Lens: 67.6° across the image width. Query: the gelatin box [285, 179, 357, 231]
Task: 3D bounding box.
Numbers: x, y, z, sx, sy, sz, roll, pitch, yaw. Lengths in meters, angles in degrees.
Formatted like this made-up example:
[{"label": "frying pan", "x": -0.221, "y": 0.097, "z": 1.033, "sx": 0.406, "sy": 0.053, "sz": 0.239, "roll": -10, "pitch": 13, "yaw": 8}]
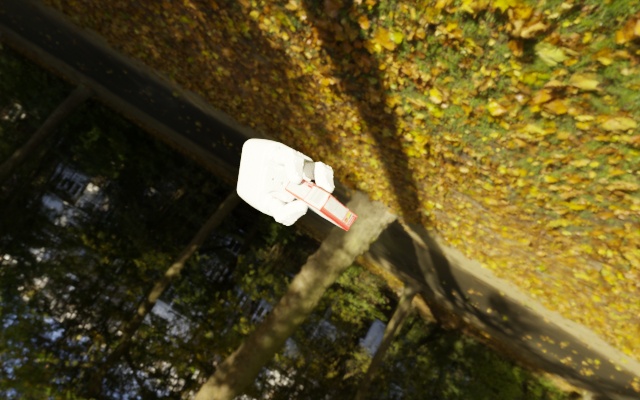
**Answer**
[{"label": "gelatin box", "x": 0.000, "y": 0.003, "z": 0.693, "sx": 0.089, "sy": 0.030, "sz": 0.073, "roll": 30, "pitch": -6, "yaw": 46}]
